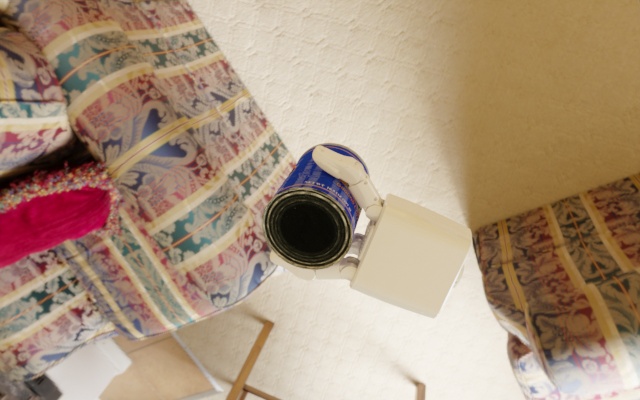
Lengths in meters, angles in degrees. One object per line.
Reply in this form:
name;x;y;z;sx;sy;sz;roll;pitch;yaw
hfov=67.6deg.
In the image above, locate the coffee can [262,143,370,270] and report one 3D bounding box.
coffee can;0.000;0.002;0.576;0.103;0.103;0.140;0;26;14
